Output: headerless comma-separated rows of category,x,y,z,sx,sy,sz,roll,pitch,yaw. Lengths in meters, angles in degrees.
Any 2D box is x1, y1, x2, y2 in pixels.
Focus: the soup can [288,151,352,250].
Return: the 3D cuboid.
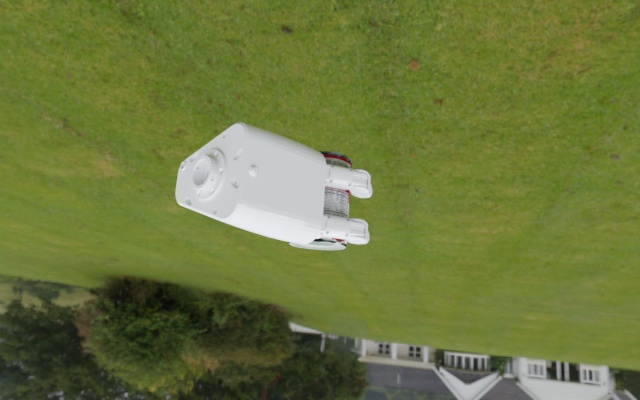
soup can,0.000,0.002,0.548,0.068,0.102,0.068,4,-13,1
